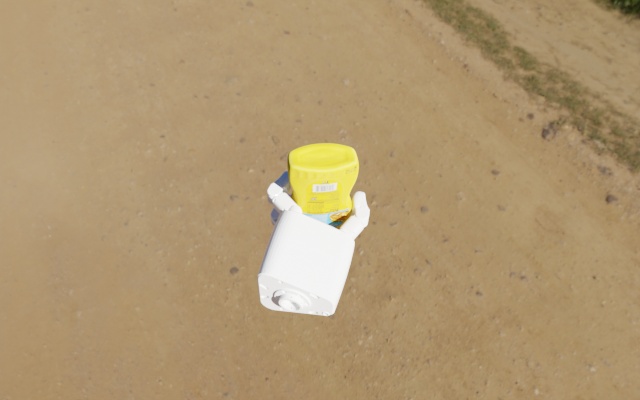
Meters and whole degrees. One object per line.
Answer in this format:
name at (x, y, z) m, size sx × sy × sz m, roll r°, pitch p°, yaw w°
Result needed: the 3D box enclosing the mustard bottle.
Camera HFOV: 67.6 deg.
mustard bottle at (0.000, 0.002, 0.712) m, size 0.096 × 0.058 × 0.192 m, roll -6°, pitch -40°, yaw -7°
